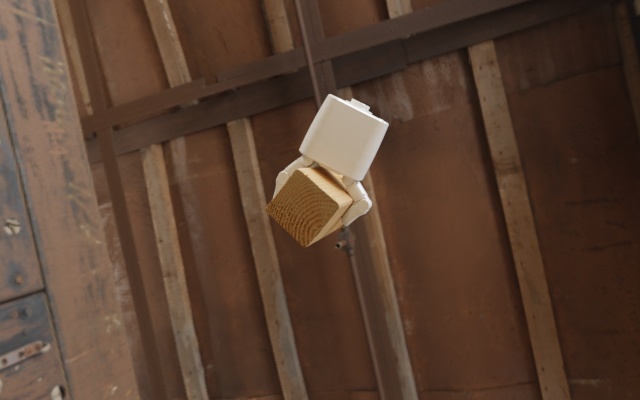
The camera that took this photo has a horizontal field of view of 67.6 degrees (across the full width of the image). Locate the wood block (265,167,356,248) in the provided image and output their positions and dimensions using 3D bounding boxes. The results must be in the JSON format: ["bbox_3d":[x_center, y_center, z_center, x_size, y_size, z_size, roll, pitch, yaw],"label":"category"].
[{"bbox_3d":[0.001,0.003,0.820,0.091,0.090,0.206,42,15,9],"label":"wood block"}]
